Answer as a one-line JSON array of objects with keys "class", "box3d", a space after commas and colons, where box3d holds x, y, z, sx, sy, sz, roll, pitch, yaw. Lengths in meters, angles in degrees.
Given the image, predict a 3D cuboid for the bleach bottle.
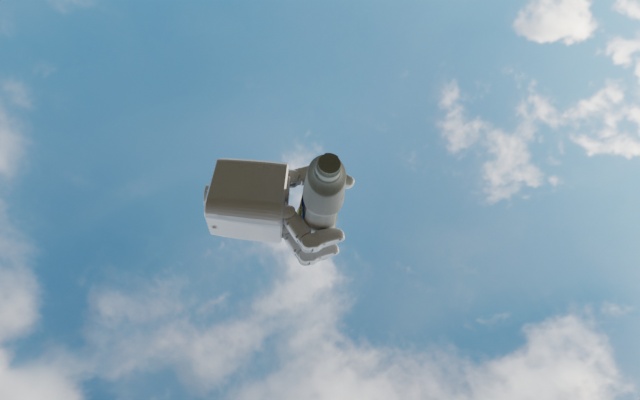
[{"class": "bleach bottle", "box3d": [0.000, 0.002, 0.682, 0.068, 0.102, 0.251, 5, -26, -3]}]
